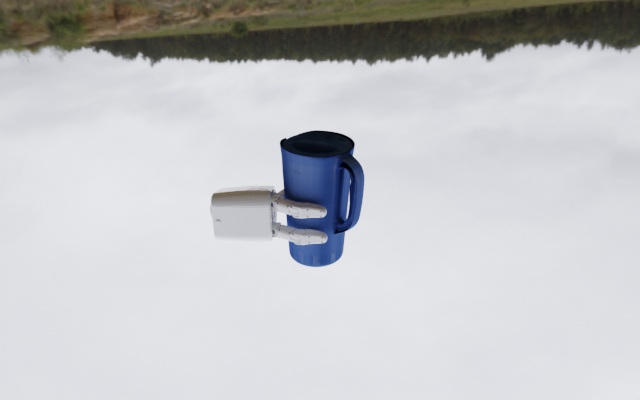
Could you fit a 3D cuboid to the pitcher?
[{"bbox_3d":[0.000,0.003,0.886,0.145,0.243,0.149,0,27,-1],"label":"pitcher"}]
